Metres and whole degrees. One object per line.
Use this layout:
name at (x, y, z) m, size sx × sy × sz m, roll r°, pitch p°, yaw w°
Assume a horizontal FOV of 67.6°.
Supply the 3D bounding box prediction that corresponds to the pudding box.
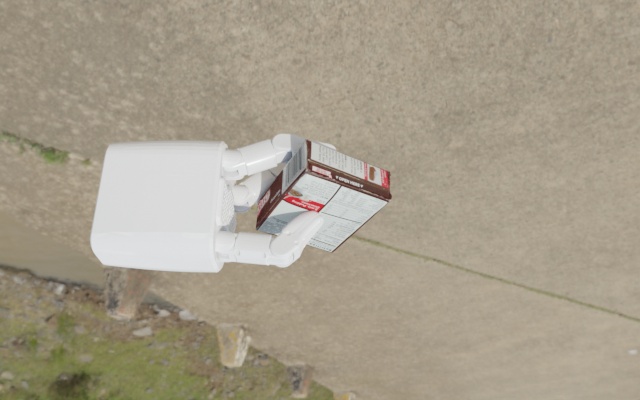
pudding box at (0.000, 0.002, 0.456) m, size 0.090 × 0.039 × 0.113 m, roll 18°, pitch -37°, yaw -22°
